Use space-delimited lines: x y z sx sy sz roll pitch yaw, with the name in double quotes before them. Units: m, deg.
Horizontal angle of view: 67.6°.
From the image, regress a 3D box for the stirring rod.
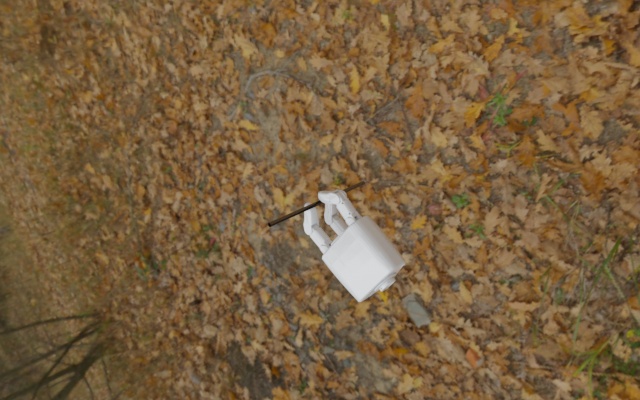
"stirring rod" 0.000 0.003 0.870 0.239 0.011 0.011 -24 16 -39
